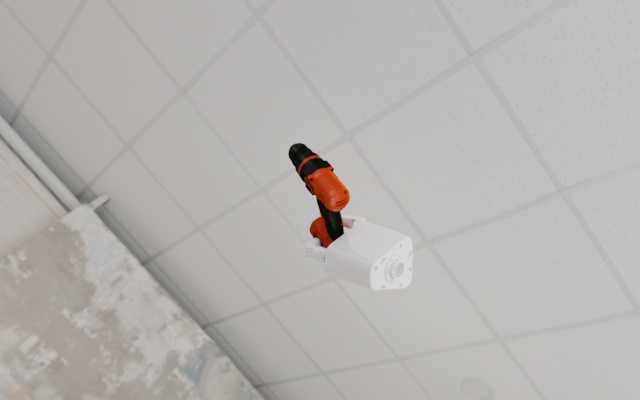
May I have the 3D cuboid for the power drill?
[{"bbox_3d":[0.000,0.003,0.876,0.057,0.188,0.184,-24,43,-12],"label":"power drill"}]
